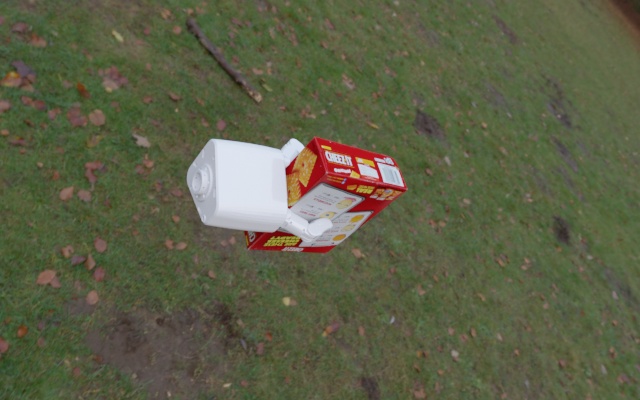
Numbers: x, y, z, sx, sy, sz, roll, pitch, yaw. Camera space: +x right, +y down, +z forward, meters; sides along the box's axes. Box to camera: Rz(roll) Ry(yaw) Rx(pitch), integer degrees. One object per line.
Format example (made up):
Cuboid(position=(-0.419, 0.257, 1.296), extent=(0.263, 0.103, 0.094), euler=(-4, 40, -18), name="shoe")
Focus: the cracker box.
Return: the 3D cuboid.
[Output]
Cuboid(position=(0.000, 0.002, 0.744), extent=(0.164, 0.072, 0.214), euler=(8, -37, -39), name="cracker box")
